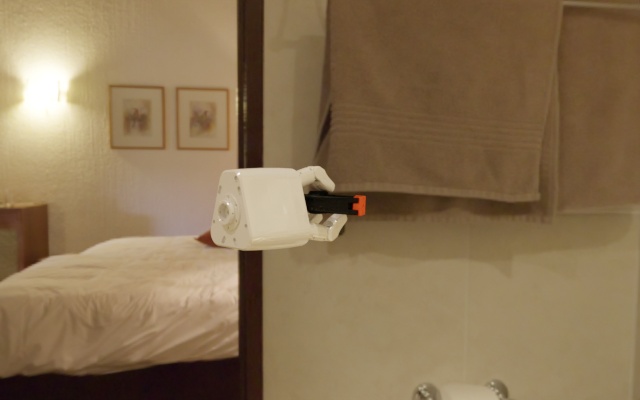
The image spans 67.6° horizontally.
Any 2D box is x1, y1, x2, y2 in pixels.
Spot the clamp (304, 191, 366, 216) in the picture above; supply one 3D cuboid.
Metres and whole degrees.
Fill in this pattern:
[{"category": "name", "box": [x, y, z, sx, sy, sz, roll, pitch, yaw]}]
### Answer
[{"category": "clamp", "box": [0.000, 0.002, 0.763, 0.210, 0.036, 0.164, 4, 3, 43]}]
